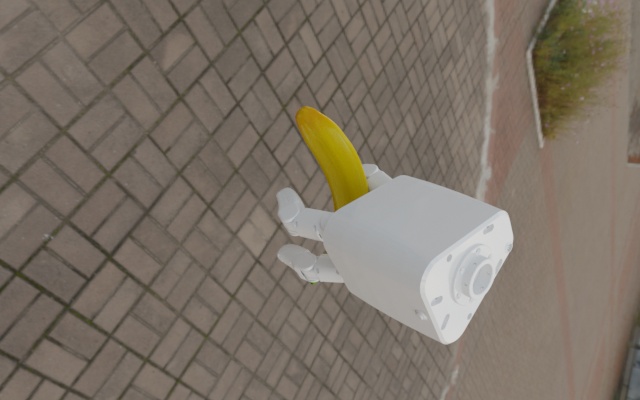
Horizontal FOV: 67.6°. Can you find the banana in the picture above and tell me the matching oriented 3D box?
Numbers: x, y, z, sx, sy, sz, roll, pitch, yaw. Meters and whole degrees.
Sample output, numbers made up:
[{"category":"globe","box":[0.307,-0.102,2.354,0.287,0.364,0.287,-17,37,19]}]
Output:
[{"category":"banana","box":[0.017,0.000,0.471,0.069,0.198,0.037,-15,30,-21]}]
